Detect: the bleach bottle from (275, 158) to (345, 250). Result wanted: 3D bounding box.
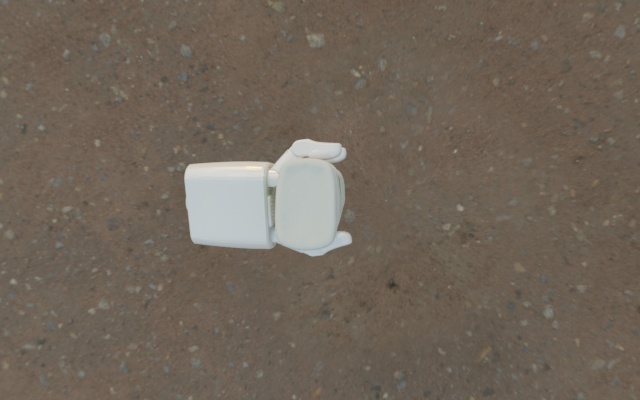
[{"bbox_3d":[0.000,0.002,0.628,0.068,0.102,0.251,1,0,7],"label":"bleach bottle"}]
